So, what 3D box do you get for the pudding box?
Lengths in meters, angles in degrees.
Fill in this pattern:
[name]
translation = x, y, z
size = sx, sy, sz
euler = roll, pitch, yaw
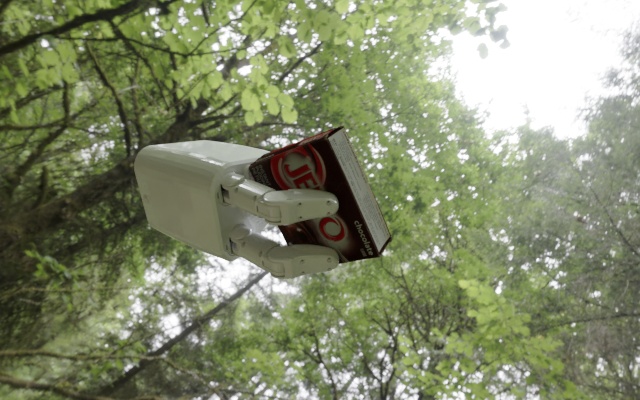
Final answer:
[pudding box]
translation = 0.000, 0.001, 0.421
size = 0.090, 0.113, 0.039
euler = -16, 18, 38
